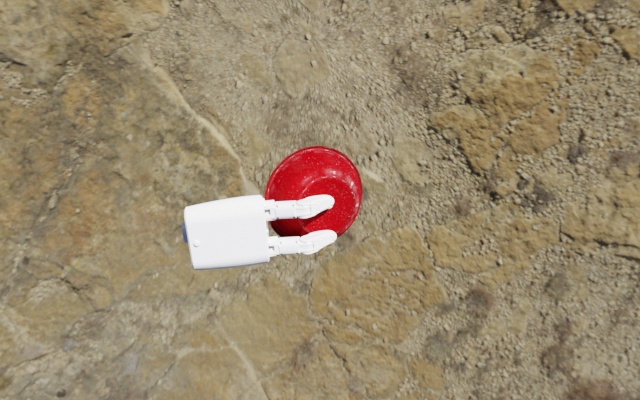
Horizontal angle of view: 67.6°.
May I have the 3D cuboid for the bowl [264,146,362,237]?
[{"bbox_3d":[0.001,0.002,0.715,0.162,0.162,0.055,0,16,-22],"label":"bowl"}]
